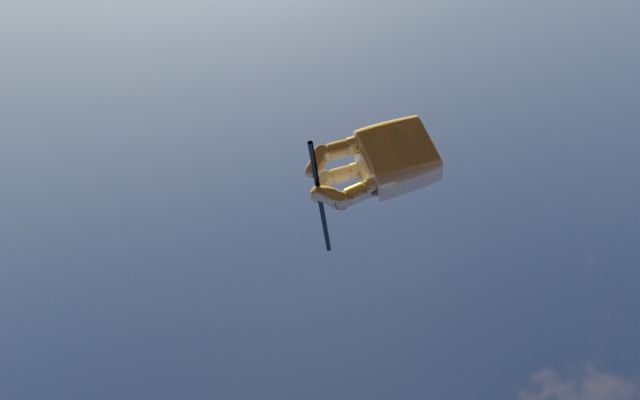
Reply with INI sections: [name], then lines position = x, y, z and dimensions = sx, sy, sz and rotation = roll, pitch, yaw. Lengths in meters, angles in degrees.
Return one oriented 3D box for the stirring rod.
[stirring rod]
position = 0.000, 0.002, 0.739
dimensions = 0.011, 0.011, 0.240
rotation = 0, -43, 9
